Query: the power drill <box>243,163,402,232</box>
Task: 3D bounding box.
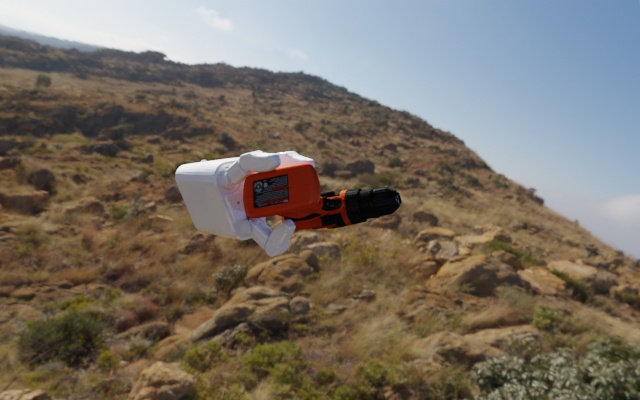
[{"bbox_3d":[0.000,0.002,0.641,0.184,0.057,0.188,-12,-16,23],"label":"power drill"}]
